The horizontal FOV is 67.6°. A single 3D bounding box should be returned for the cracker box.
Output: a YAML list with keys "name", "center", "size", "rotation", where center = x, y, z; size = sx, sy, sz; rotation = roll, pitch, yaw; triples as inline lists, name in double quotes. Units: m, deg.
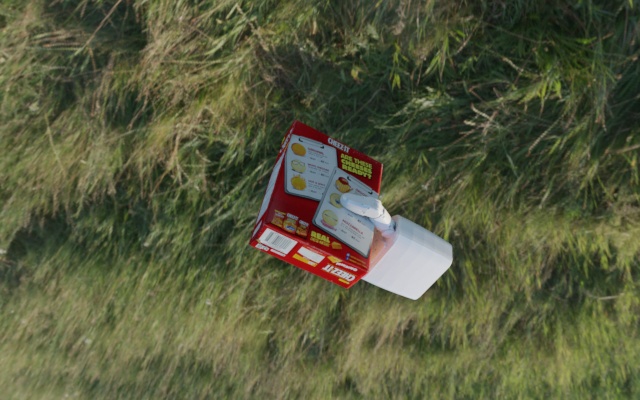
- name: "cracker box"
  center: [0.000, 0.002, 0.719]
  size: [0.164, 0.213, 0.072]
  rotation: [25, -42, -15]
